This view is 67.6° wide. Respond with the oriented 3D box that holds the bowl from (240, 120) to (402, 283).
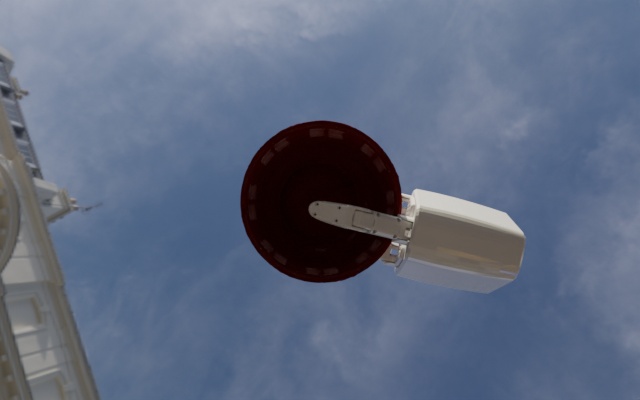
[{"bbox_3d":[-0.001,0.001,0.498,0.162,0.162,0.055,0,-1,-3],"label":"bowl"}]
